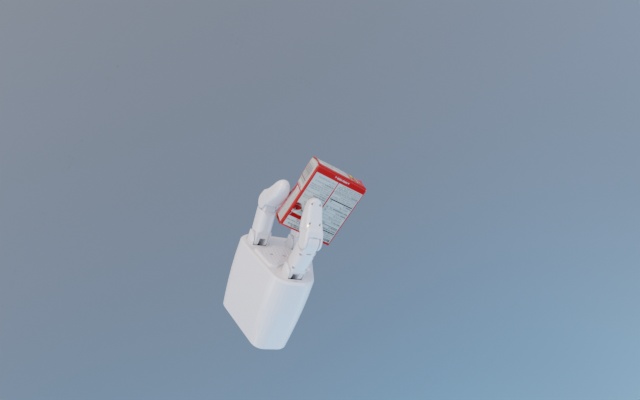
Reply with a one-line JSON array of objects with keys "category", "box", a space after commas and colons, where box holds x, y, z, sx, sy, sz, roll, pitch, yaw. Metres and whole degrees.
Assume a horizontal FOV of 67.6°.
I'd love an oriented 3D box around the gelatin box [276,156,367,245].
[{"category": "gelatin box", "box": [0.000, 0.002, 0.575, 0.073, 0.089, 0.030, 25, 19, -27]}]
